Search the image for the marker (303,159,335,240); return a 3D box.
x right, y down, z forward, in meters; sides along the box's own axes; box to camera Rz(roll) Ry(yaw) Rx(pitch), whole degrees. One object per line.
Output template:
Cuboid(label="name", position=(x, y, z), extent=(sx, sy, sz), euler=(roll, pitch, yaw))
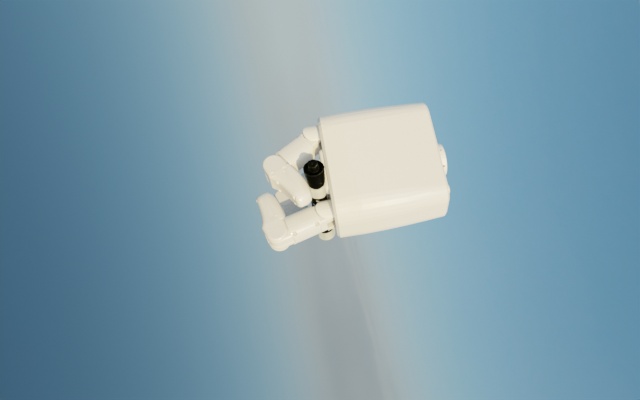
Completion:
Cuboid(label="marker", position=(0.000, 0.002, 0.458), extent=(0.020, 0.020, 0.121), euler=(0, -33, 7))
